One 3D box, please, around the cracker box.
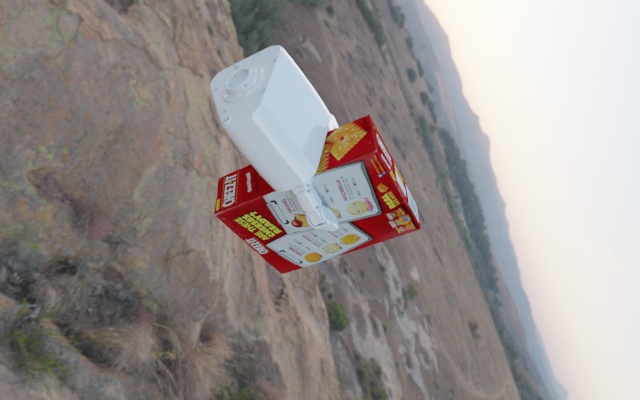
[{"bbox_3d":[0.000,0.002,0.617,0.214,0.072,0.164,-20,-43,19],"label":"cracker box"}]
